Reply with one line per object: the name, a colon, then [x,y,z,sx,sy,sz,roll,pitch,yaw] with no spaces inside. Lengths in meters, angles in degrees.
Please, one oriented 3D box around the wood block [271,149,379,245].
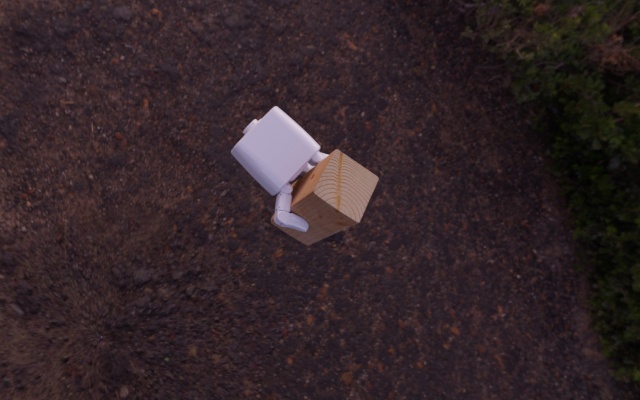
wood block: [0.000,0.003,0.833,0.090,0.090,0.206,33,-26,-13]
